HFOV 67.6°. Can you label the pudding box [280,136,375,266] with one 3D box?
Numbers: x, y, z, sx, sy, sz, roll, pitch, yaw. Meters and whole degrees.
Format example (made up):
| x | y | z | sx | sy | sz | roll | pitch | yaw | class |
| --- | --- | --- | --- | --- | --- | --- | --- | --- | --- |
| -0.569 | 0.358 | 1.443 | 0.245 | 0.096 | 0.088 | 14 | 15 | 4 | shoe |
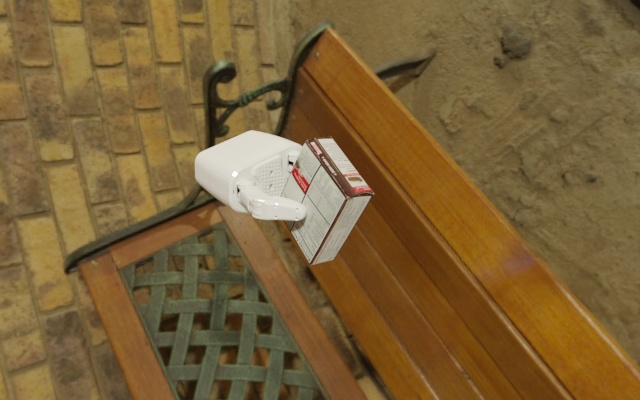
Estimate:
| x | y | z | sx | sy | sz | roll | pitch | yaw | class |
| --- | --- | --- | --- | --- | --- | --- | --- | --- | --- |
| 0.000 | 0.002 | 0.518 | 0.039 | 0.090 | 0.114 | -12 | -37 | -35 | pudding box |
